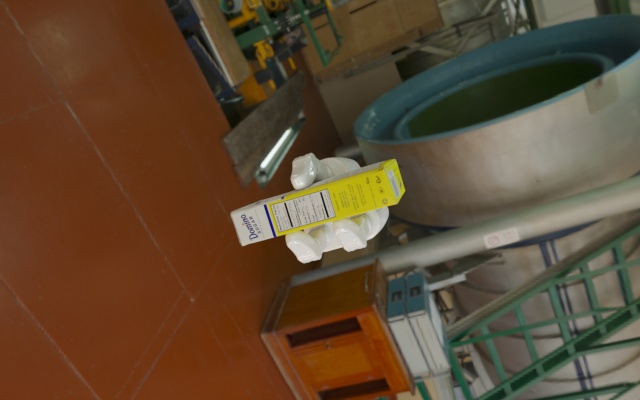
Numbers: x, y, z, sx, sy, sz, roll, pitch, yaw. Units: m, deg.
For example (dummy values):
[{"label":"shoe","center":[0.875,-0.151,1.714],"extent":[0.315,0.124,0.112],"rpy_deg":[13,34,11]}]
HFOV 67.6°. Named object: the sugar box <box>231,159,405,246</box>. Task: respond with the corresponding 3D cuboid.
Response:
[{"label":"sugar box","center":[0.000,0.002,0.530],"extent":[0.176,0.048,0.093],"rpy_deg":[-19,3,18]}]
